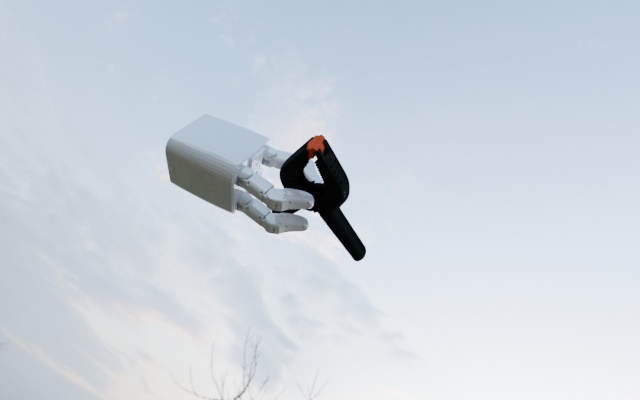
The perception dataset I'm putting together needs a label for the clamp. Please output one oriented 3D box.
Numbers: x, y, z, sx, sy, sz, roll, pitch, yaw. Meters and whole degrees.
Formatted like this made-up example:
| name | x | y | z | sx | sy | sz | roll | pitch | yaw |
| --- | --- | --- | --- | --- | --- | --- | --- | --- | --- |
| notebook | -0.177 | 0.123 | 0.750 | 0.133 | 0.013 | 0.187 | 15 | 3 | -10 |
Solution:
| name | x | y | z | sx | sy | sz | roll | pitch | yaw |
| --- | --- | --- | --- | --- | --- | --- | --- | --- | --- |
| clamp | 0.000 | 0.001 | 0.639 | 0.164 | 0.036 | 0.210 | 22 | -38 | 7 |
